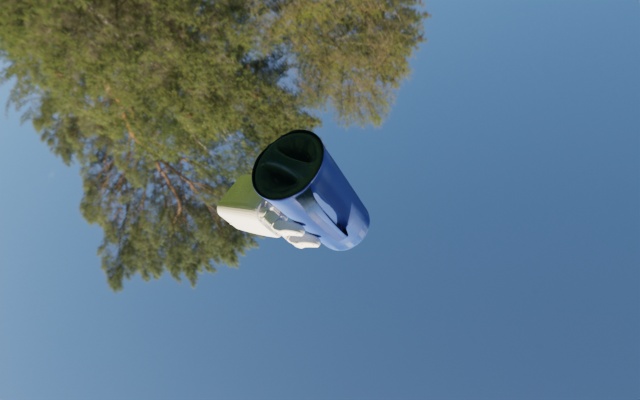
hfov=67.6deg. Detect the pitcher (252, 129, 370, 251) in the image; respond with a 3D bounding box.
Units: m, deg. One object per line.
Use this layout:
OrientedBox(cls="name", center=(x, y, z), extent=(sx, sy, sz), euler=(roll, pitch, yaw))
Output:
OrientedBox(cls="pitcher", center=(0.000, 0.003, 0.840), extent=(0.145, 0.149, 0.243), euler=(3, -27, 32))
